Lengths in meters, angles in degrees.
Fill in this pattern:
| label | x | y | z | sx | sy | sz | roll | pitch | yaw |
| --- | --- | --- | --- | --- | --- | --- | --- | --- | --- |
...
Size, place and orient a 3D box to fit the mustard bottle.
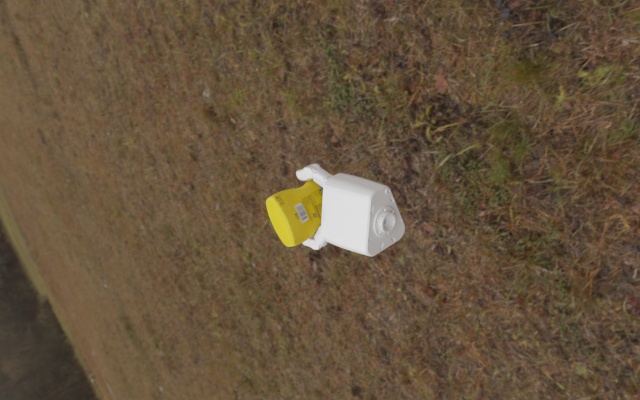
| label | x | y | z | sx | sy | sz | roll | pitch | yaw |
| --- | --- | --- | --- | --- | --- | --- | --- | --- | --- |
| mustard bottle | 0.000 | 0.003 | 0.870 | 0.191 | 0.096 | 0.058 | -27 | 4 | -33 |
